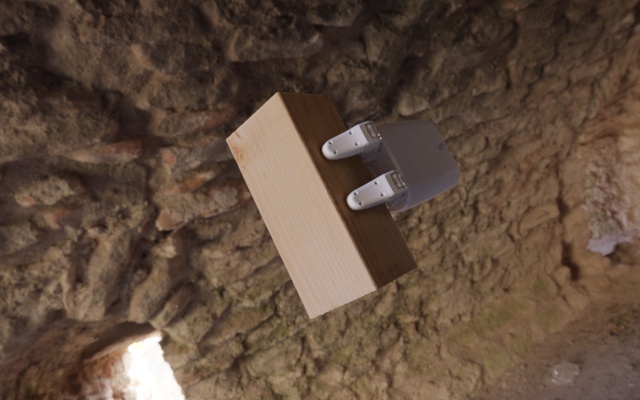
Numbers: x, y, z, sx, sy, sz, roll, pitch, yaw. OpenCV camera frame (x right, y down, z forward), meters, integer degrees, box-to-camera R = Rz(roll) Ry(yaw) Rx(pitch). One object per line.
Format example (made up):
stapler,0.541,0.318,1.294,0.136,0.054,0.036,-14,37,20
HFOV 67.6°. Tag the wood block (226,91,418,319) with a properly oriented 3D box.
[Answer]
wood block,0.000,0.002,0.494,0.091,0.206,0.090,-34,-12,36
